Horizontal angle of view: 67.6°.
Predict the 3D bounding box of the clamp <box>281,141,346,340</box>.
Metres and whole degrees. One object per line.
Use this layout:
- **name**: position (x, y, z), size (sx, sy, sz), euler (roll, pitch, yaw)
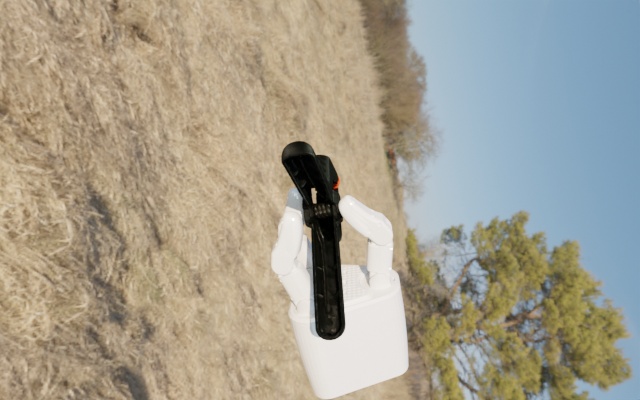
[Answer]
- **clamp**: position (0.001, 0.001, 0.449), size (0.036, 0.165, 0.210), euler (-7, 23, 6)
